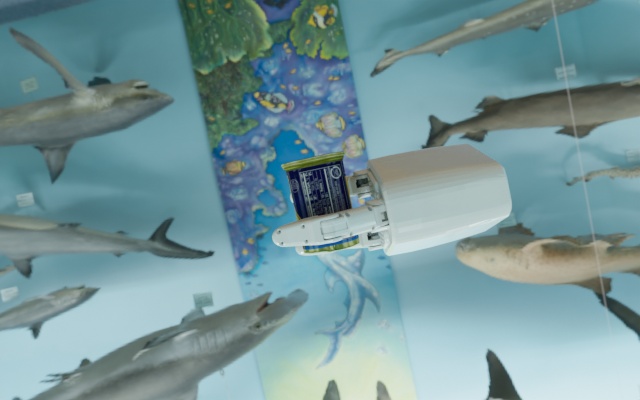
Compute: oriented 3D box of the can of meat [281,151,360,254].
[{"bbox_3d":[0.000,0.002,0.457,0.057,0.084,0.102,-12,3,-3],"label":"can of meat"}]
